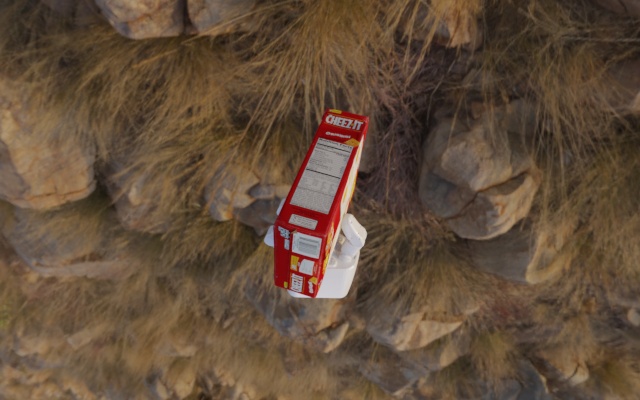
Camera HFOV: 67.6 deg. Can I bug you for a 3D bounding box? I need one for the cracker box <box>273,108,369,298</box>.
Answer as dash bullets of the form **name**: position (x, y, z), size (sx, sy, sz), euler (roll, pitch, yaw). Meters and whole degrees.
- **cracker box**: position (0.000, 0.002, 0.670), size (0.072, 0.213, 0.164), euler (16, -37, 7)
